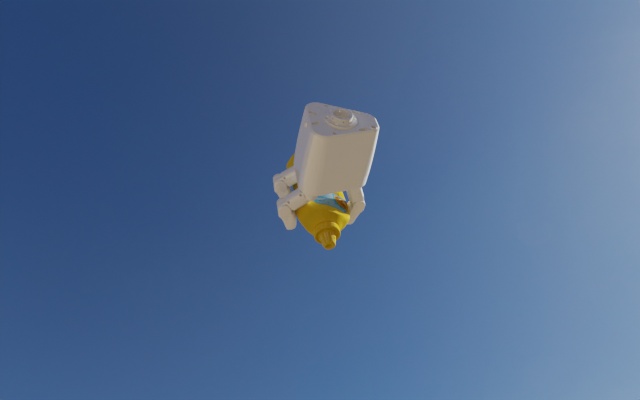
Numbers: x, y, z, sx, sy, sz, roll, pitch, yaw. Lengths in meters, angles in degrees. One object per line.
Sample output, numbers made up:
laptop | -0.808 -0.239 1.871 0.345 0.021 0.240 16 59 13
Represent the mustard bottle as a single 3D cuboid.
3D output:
mustard bottle | 0.000 0.003 0.781 0.096 0.191 0.058 21 -55 -28
